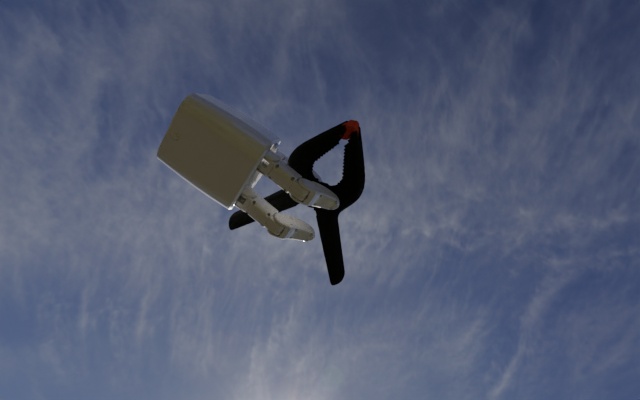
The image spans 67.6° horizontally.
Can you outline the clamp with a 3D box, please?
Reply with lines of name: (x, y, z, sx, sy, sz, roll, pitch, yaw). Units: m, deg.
clamp: (0.000, 0.001, 0.578, 0.164, 0.210, 0.036, 34, 27, -4)
